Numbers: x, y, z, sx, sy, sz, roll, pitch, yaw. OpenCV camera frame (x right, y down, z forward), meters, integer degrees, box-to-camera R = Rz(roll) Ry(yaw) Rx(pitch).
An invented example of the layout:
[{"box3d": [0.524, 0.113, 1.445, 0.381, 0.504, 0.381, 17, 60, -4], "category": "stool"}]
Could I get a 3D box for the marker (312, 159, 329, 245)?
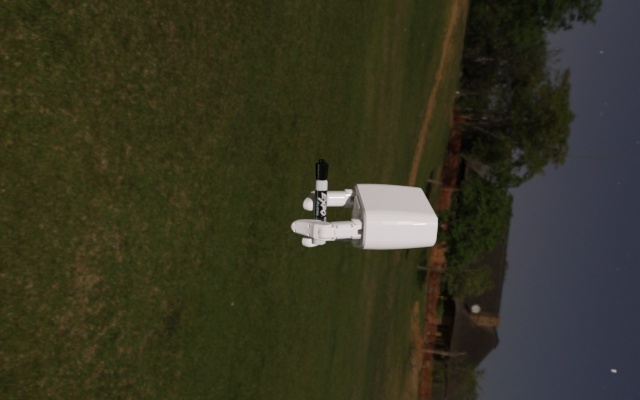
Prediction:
[{"box3d": [0.000, 0.002, 0.670, 0.020, 0.121, 0.020, 2, 15, -1], "category": "marker"}]
